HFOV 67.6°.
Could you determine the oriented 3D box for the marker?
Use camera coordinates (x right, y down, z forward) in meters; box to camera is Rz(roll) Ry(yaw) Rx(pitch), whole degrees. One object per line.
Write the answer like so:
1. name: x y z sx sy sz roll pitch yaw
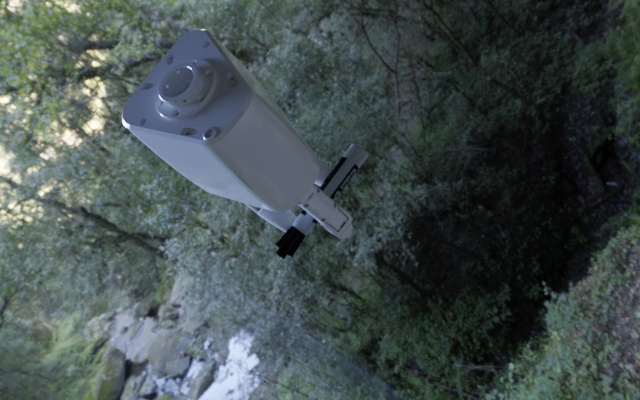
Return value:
1. marker: 0.000 0.001 0.430 0.020 0.121 0.020 37 -6 4
